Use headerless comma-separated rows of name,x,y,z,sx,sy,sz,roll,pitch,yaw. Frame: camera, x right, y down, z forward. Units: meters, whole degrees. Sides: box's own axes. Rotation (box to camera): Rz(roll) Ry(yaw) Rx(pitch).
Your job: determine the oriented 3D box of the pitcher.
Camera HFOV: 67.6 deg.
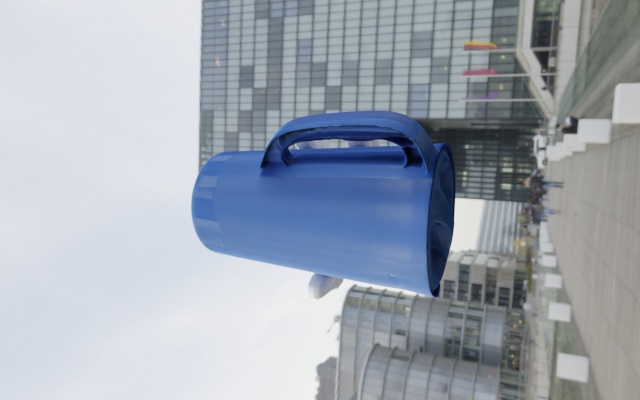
pitcher,0.000,0.002,0.453,0.243,0.149,0.145,4,0,23
